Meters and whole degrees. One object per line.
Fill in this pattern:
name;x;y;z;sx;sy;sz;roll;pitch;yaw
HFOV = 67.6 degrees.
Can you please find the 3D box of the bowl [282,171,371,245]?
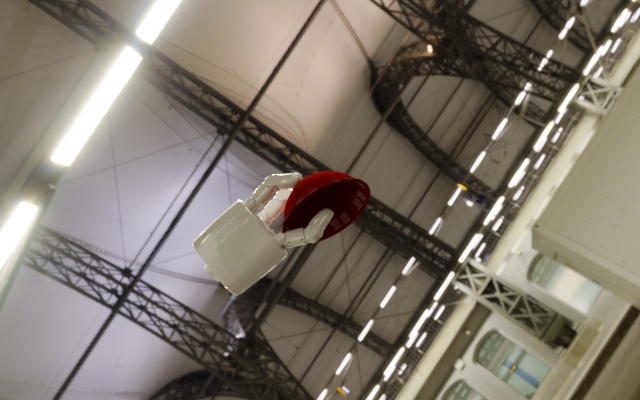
bowl;0.001;0.002;0.790;0.162;0.055;0.162;-22;-32;-14
